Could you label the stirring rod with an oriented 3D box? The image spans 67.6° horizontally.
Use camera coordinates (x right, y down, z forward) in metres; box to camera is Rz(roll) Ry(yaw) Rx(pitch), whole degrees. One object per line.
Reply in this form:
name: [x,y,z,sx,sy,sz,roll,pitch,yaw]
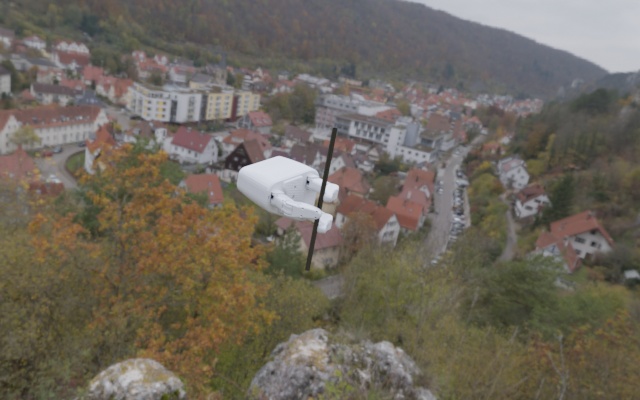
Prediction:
stirring rod: [0.000,0.003,0.765,0.011,0.239,0.011,10,16,-3]
